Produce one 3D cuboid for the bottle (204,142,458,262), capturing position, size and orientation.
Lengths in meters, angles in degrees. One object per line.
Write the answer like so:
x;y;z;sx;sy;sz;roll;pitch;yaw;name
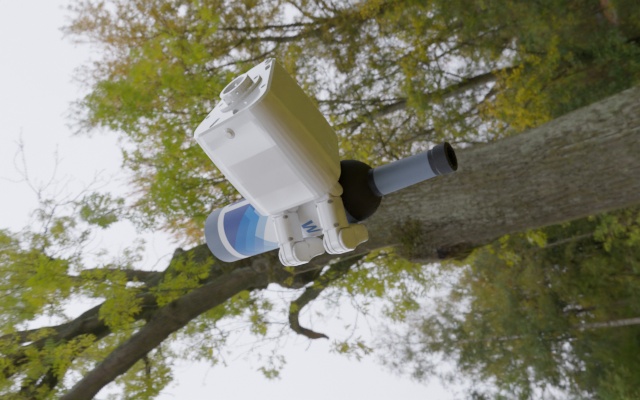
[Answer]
0.000;0.002;0.504;0.296;0.069;0.069;-19;-11;33;bottle
